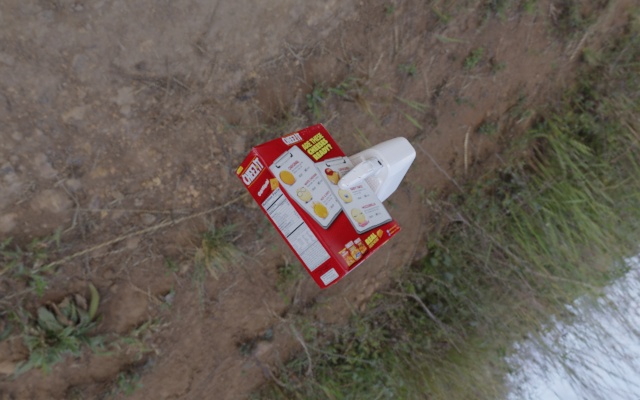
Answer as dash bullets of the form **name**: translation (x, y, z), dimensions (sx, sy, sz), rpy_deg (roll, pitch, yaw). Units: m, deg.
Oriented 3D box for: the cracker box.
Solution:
- **cracker box**: translation (0.000, 0.002, 0.712), dimensions (0.164, 0.213, 0.072), rpy_deg (-30, -10, -49)
